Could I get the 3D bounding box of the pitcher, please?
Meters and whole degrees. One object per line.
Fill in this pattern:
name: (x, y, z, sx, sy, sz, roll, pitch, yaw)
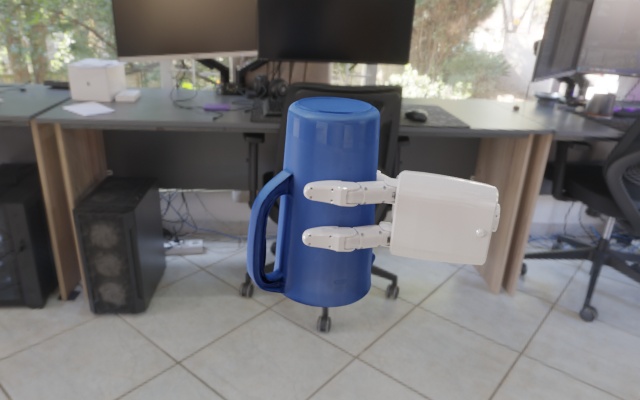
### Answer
pitcher: (0.000, 0.002, 0.593, 0.145, 0.243, 0.149, 9, 23, 13)
